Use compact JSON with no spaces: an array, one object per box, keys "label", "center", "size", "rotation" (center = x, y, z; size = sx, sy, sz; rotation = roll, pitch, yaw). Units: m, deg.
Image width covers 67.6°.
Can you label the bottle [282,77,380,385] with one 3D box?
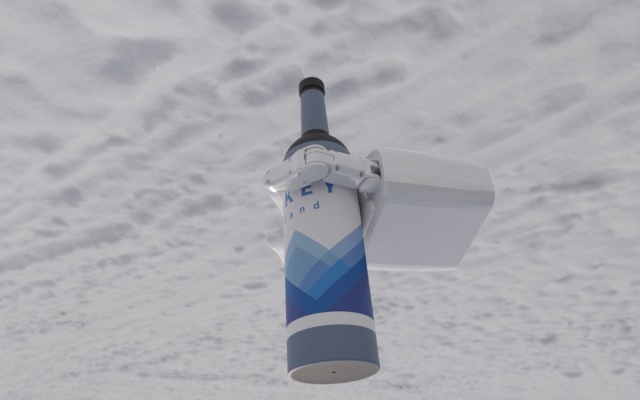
[{"label":"bottle","center":[0.000,0.002,0.421],"size":[0.069,0.295,0.069],"rotation":[-3,-34,-2]}]
